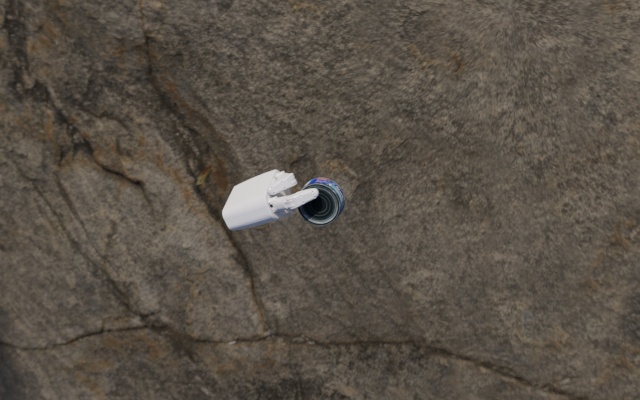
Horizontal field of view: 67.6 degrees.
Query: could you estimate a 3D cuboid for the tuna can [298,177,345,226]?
[{"bbox_3d":[0.000,0.003,0.884,0.086,0.086,0.033,0,19,16],"label":"tuna can"}]
